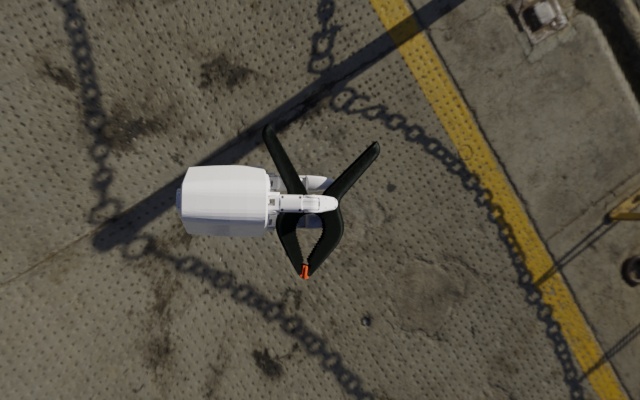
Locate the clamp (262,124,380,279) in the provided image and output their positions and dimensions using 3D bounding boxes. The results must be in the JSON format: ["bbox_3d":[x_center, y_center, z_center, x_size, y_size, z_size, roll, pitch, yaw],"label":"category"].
[{"bbox_3d":[0.000,0.003,0.659,0.164,0.210,0.036,1,2,-7],"label":"clamp"}]
